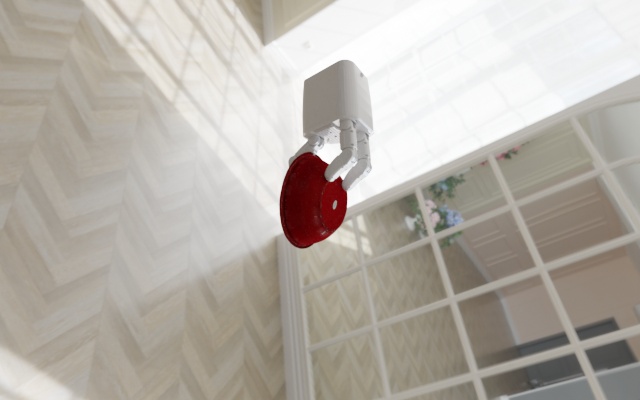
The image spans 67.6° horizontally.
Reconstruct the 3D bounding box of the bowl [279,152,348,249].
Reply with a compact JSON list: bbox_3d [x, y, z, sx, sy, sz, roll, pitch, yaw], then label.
[{"bbox_3d":[0.000,0.004,0.781,0.055,0.162,0.162,6,3,30],"label":"bowl"}]
